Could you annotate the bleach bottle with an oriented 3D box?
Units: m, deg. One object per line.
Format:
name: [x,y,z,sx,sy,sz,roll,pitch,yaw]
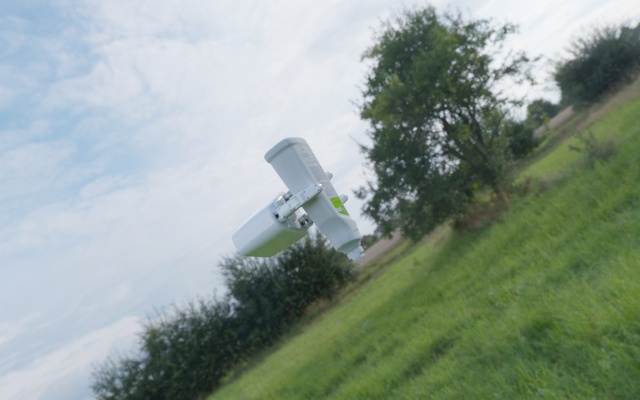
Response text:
bleach bottle: [0.000,0.003,0.879,0.068,0.251,0.102,-36,-8,23]
